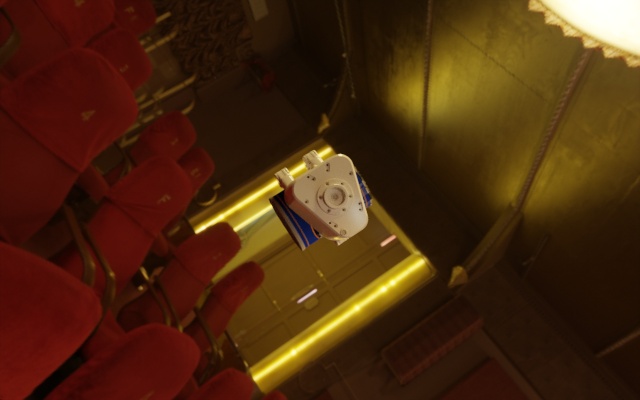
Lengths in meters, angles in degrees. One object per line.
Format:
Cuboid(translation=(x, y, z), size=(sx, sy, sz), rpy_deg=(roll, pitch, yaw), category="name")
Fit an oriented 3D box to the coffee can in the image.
Cuboid(translation=(0.000, 0.003, 0.792), size=(0.140, 0.103, 0.103), rpy_deg=(-33, 5, -9), category="coffee can")
